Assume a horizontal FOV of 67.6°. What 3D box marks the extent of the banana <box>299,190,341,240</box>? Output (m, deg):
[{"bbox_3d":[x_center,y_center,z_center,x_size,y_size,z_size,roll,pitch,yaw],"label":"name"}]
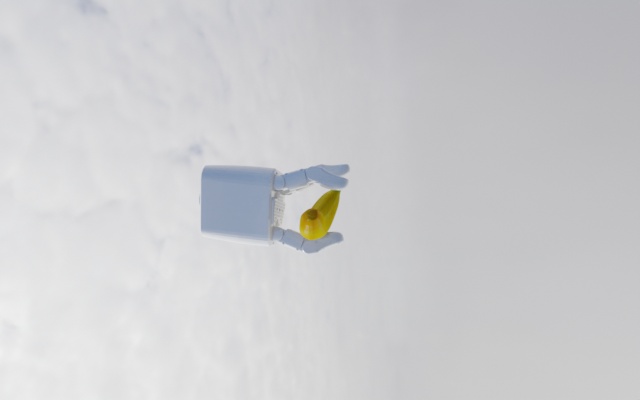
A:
[{"bbox_3d":[-0.002,0.019,0.659,0.037,0.070,0.197,13,17,7],"label":"banana"}]
